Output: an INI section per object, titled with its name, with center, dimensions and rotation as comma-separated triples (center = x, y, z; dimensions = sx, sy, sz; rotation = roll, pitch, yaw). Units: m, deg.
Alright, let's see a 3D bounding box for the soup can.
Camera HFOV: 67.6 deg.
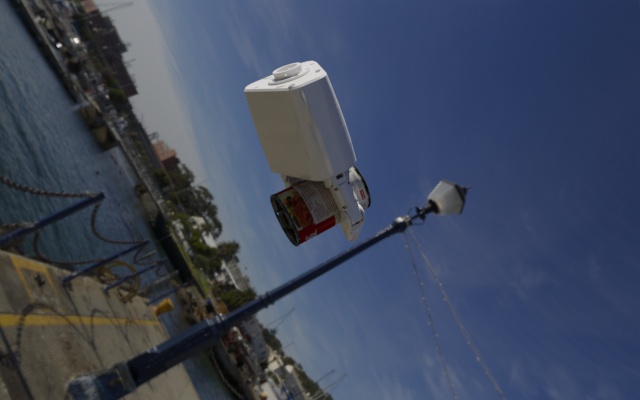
[soup can]
center = 0.001, 0.002, 0.572
dimensions = 0.102, 0.068, 0.068
rotation = -27, 8, -15
